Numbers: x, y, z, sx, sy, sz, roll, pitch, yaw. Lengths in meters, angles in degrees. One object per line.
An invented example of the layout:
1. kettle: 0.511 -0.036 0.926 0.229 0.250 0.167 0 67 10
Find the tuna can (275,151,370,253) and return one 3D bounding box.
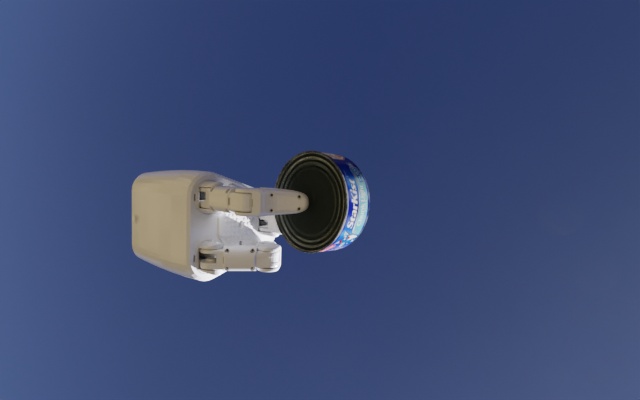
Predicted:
1. tuna can: 0.001 0.001 0.411 0.086 0.086 0.034 0 -1 43
